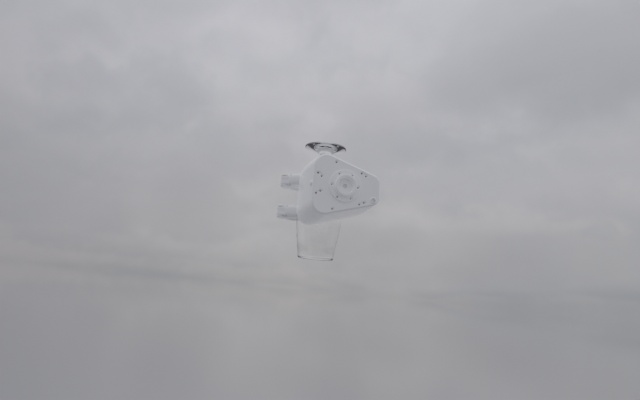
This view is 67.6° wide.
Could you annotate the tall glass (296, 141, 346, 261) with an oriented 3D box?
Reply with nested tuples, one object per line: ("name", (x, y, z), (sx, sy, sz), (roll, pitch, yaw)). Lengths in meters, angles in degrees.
("tall glass", (0.000, 0.002, 0.841), (0.079, 0.201, 0.079), (5, -10, 1))
